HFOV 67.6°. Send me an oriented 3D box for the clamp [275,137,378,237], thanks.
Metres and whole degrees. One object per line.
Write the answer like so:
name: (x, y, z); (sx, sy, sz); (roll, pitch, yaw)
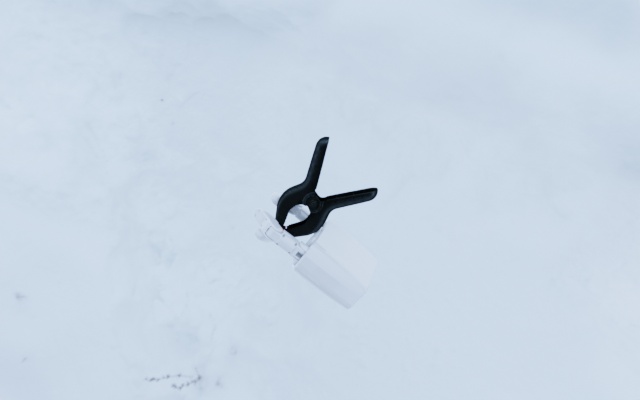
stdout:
clamp: (0.000, 0.003, 0.725); (0.120, 0.171, 0.039); (39, 14, -2)
